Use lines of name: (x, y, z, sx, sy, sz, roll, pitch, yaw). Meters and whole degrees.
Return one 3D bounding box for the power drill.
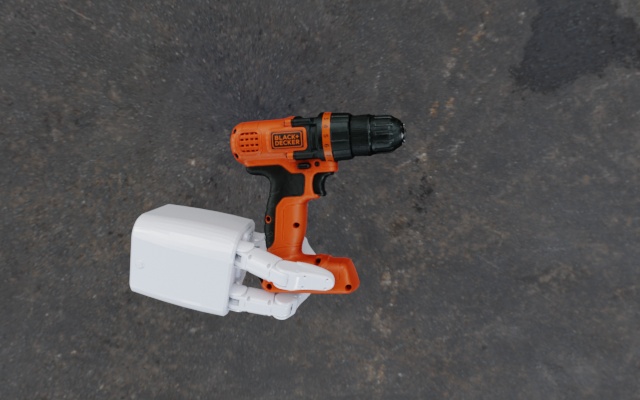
power drill: (0.000, 0.002, 0.508, 0.184, 0.187, 0.057, -2, 4, 12)
